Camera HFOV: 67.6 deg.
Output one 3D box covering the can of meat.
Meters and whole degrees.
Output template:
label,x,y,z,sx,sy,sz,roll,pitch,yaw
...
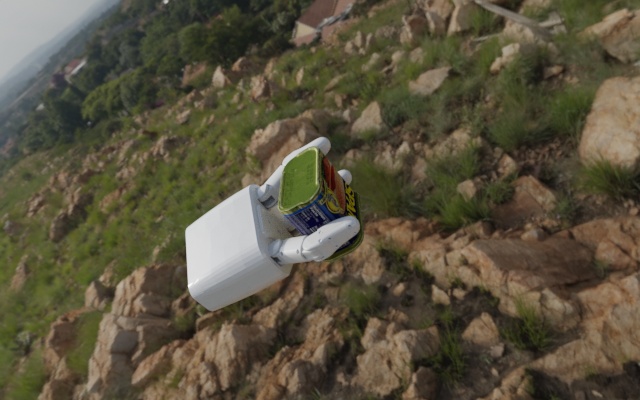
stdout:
label,x,y,z,sx,sy,sz,roll,pitch,yaw
can of meat,0.000,0.002,0.524,0.057,0.084,0.102,-28,34,20
